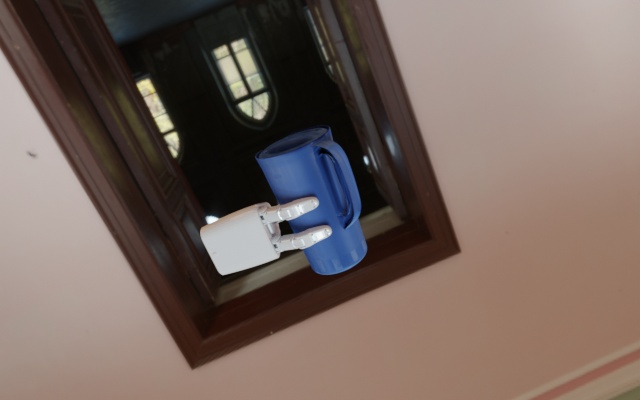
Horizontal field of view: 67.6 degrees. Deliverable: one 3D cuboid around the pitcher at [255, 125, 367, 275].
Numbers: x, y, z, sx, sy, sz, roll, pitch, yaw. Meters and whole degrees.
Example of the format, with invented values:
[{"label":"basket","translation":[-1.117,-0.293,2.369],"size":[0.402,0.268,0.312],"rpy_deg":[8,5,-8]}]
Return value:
[{"label":"pitcher","translation":[0.000,0.003,0.817],"size":[0.145,0.243,0.149],"rpy_deg":[-20,19,7]}]
